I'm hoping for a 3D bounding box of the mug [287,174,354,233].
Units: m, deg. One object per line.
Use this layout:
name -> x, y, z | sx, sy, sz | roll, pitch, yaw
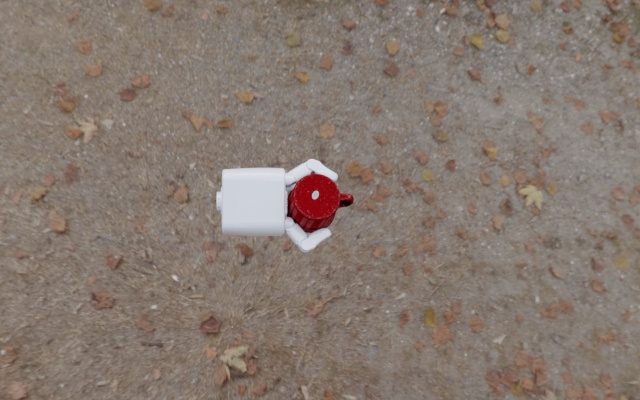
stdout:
mug -> 0.002, 0.003, 0.823 | 0.117, 0.093, 0.081 | -1, -14, -9
